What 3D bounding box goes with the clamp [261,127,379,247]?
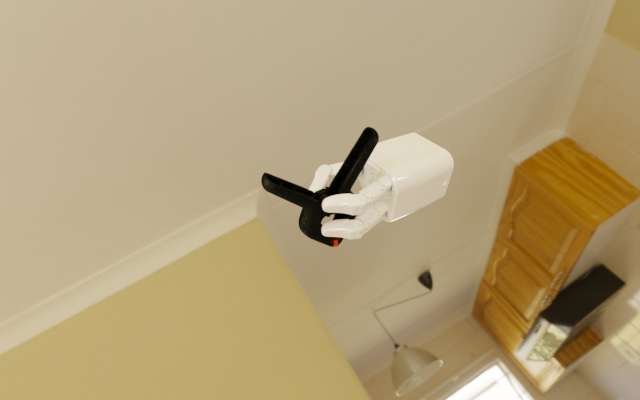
[{"bbox_3d":[0.000,0.002,0.671,0.164,0.036,0.210,-20,-38,-18],"label":"clamp"}]
